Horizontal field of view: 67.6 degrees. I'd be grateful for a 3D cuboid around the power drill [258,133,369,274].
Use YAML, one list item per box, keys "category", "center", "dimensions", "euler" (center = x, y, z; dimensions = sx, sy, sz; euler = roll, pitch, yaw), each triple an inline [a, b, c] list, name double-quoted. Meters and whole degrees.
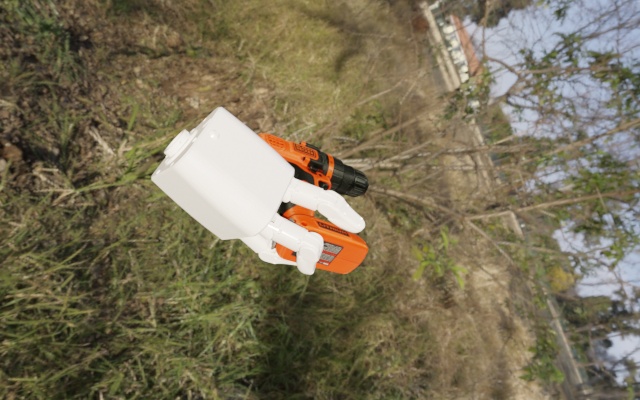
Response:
- category: "power drill"
  center: [0.000, 0.002, 0.606]
  dimensions: [0.184, 0.057, 0.187]
  euler: [16, 35, -26]
